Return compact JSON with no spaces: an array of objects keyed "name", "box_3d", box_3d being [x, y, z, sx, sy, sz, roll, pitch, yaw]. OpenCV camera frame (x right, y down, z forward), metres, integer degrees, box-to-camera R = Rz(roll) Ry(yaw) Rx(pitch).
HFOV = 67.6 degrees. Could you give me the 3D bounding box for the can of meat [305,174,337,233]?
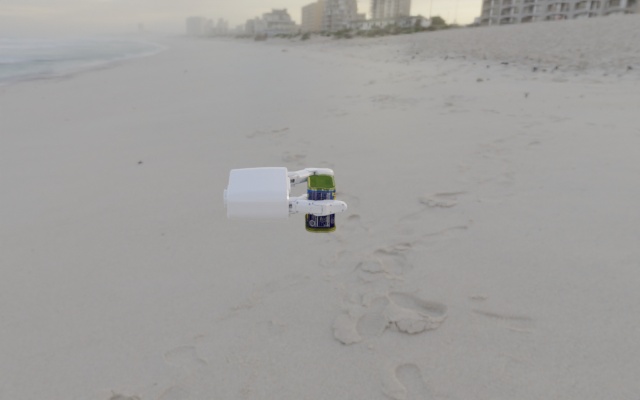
[{"name":"can of meat","box_3d":[0.000,0.003,0.889,0.057,0.084,0.102,0,18,-2]}]
